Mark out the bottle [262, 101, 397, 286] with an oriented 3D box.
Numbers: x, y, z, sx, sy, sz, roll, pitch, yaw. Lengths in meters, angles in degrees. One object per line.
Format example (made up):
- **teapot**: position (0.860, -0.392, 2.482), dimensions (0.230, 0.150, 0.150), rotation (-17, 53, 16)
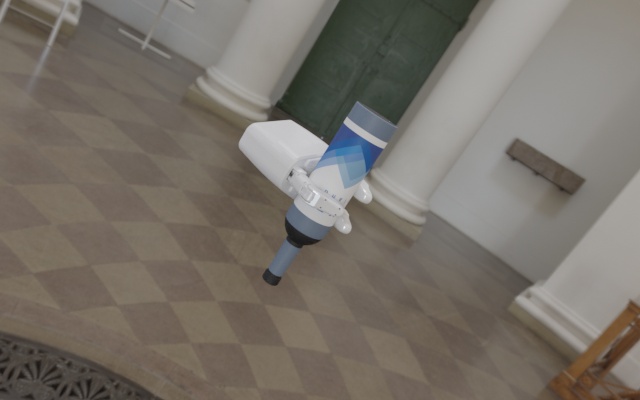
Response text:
- **bottle**: position (0.000, 0.002, 0.687), dimensions (0.069, 0.296, 0.069), rotation (30, 16, -9)
